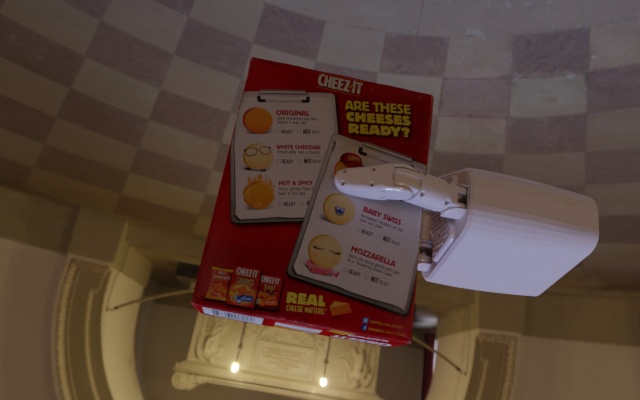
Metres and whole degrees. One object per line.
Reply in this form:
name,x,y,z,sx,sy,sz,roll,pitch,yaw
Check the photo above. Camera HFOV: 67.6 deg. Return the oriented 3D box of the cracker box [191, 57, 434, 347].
cracker box,0.000,0.001,0.404,0.164,0.213,0.072,11,-21,-5
